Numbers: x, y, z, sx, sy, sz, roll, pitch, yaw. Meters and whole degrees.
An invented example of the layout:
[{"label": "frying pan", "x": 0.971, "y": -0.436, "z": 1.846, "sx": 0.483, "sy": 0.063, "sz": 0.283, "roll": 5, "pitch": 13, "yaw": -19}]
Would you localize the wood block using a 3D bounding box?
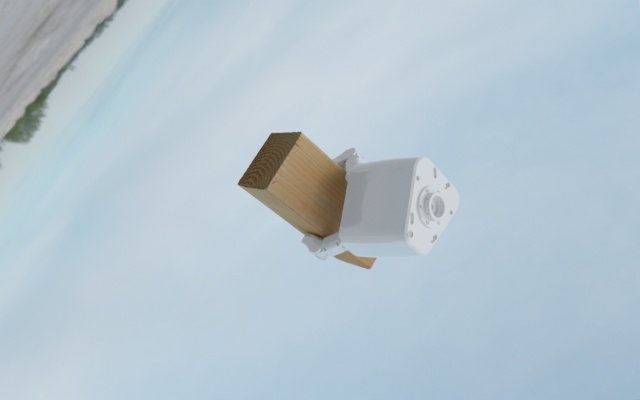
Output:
[{"label": "wood block", "x": 0.000, "y": 0.003, "z": 0.671, "sx": 0.206, "sy": 0.091, "sz": 0.090, "roll": 40, "pitch": -16, "yaw": -30}]
